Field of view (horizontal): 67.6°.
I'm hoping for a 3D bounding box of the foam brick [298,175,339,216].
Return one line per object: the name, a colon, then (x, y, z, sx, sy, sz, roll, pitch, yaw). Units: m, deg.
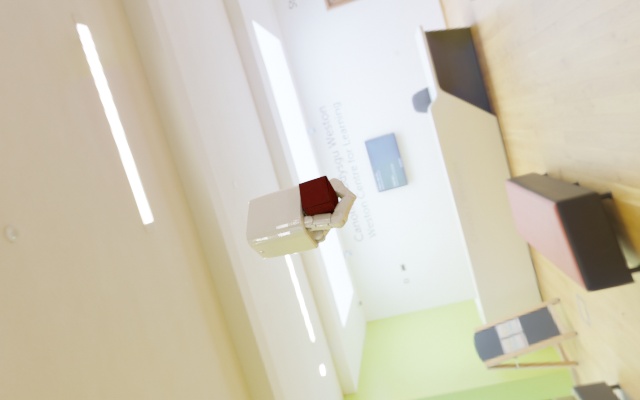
foam brick: (0.000, 0.002, 0.818, 0.051, 0.053, 0.078, -15, -30, 11)
